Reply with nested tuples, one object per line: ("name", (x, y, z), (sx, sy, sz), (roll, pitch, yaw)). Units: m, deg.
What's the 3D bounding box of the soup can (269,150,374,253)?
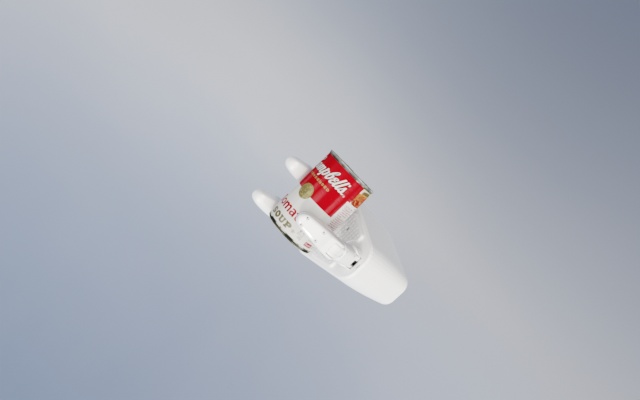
("soup can", (0.000, 0.002, 0.542), (0.102, 0.068, 0.068), (-44, -6, 6))
